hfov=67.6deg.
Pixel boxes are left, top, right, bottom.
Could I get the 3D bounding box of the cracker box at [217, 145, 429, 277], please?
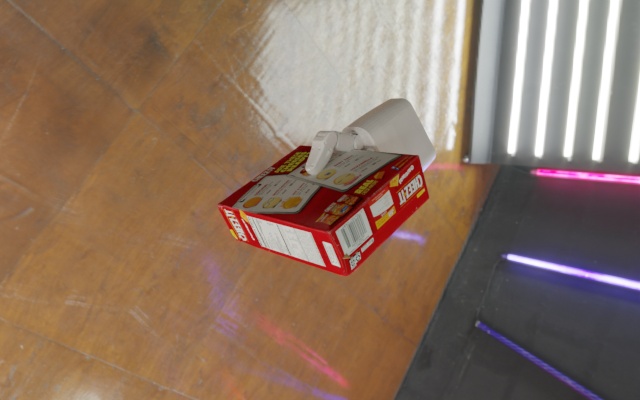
[{"bbox_3d":[0.000,0.002,0.602,0.213,0.072,0.164,10,40,46],"label":"cracker box"}]
